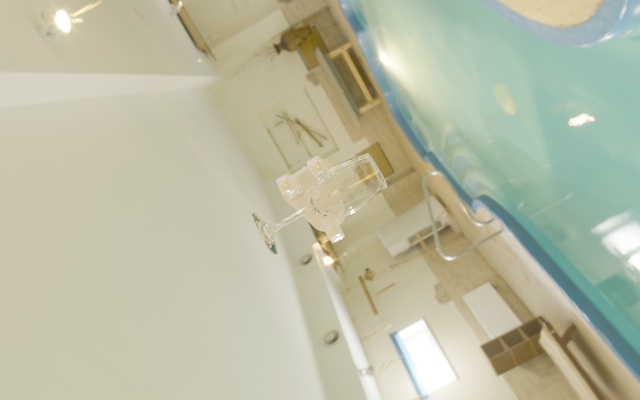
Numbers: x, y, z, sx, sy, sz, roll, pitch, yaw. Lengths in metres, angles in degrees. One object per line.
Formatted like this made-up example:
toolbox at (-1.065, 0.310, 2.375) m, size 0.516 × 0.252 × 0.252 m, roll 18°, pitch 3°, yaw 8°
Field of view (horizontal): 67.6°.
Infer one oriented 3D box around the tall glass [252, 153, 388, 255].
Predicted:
tall glass at (0.000, 0.003, 0.730) m, size 0.201 × 0.079 × 0.079 m, roll -29°, pitch -2°, yaw 4°
